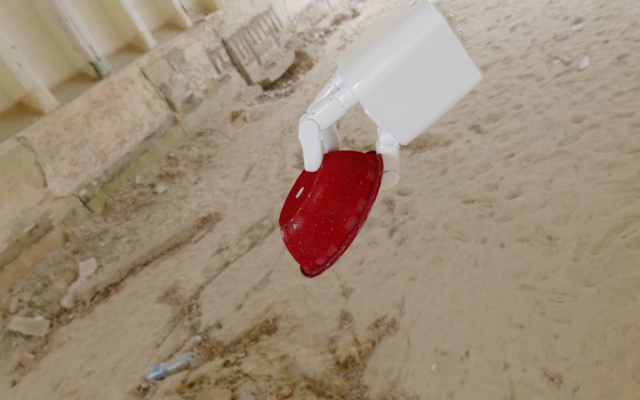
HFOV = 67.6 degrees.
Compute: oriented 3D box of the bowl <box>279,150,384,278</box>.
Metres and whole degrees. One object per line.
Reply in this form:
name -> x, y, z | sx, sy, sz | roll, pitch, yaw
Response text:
bowl -> -0.001, 0.003, 0.530 | 0.055, 0.162, 0.162 | 30, -9, -16
